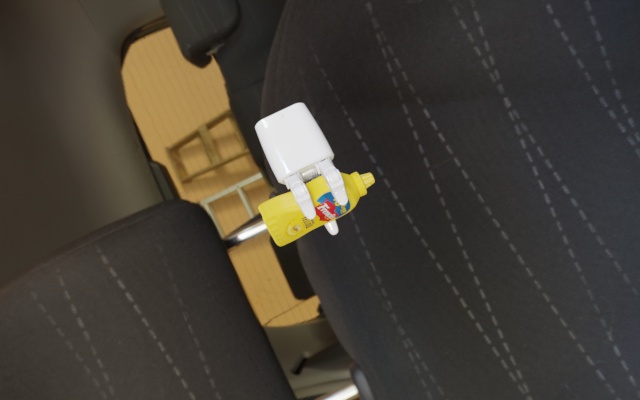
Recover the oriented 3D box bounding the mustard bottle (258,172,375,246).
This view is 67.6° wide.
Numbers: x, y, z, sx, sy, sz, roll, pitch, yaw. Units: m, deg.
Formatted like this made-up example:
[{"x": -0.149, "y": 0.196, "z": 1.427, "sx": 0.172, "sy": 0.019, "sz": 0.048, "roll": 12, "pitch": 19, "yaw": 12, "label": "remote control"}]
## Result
[{"x": 0.000, "y": 0.003, "z": 0.786, "sx": 0.191, "sy": 0.058, "sz": 0.096, "roll": -26, "pitch": -37, "yaw": -4, "label": "mustard bottle"}]
